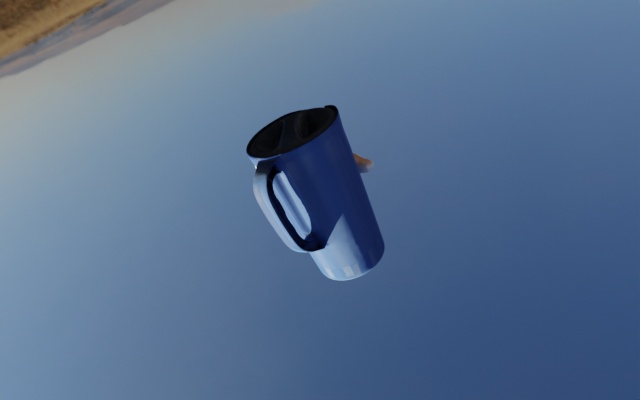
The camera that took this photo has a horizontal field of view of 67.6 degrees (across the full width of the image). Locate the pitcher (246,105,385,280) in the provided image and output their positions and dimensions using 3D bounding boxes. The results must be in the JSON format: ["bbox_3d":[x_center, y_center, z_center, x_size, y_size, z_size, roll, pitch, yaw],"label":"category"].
[{"bbox_3d":[0.000,0.002,0.677,0.149,0.243,0.145,-28,29,-4],"label":"pitcher"}]
